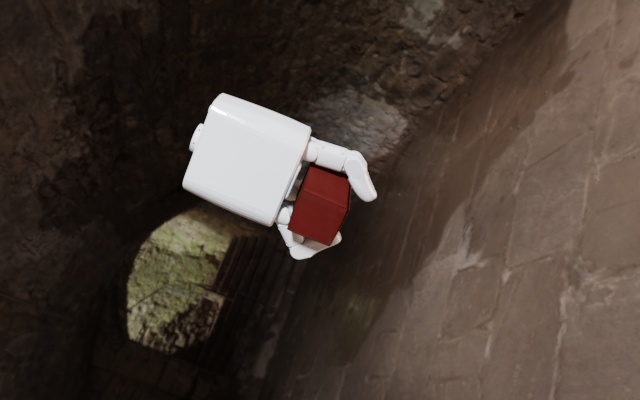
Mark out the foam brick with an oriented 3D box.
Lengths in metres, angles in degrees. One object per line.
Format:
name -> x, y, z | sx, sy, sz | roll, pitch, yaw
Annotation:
foam brick -> 0.000, 0.002, 0.520 | 0.051, 0.053, 0.078 | 22, 29, -6
